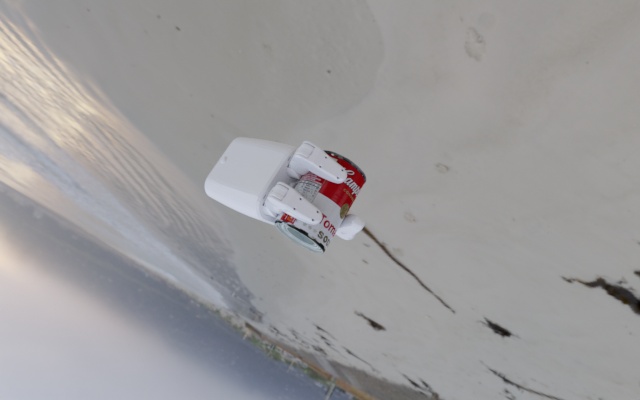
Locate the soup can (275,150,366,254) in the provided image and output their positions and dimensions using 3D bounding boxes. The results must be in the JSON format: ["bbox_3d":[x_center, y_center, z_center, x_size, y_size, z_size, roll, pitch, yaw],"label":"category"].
[{"bbox_3d":[0.000,0.002,0.555,0.068,0.102,0.068,28,-17,9],"label":"soup can"}]
